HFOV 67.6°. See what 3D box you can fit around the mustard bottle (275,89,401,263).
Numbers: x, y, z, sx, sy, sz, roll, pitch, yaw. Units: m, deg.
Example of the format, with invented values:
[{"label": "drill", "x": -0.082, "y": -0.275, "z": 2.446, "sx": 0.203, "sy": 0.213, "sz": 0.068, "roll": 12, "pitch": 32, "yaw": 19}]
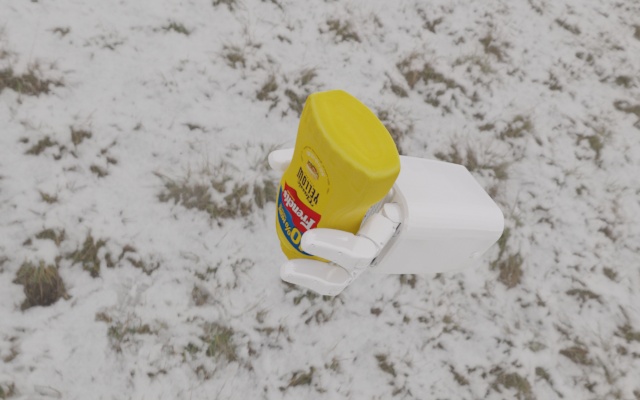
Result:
[{"label": "mustard bottle", "x": 0.000, "y": 0.001, "z": 0.432, "sx": 0.058, "sy": 0.096, "sz": 0.192, "roll": -19, "pitch": -28, "yaw": -31}]
